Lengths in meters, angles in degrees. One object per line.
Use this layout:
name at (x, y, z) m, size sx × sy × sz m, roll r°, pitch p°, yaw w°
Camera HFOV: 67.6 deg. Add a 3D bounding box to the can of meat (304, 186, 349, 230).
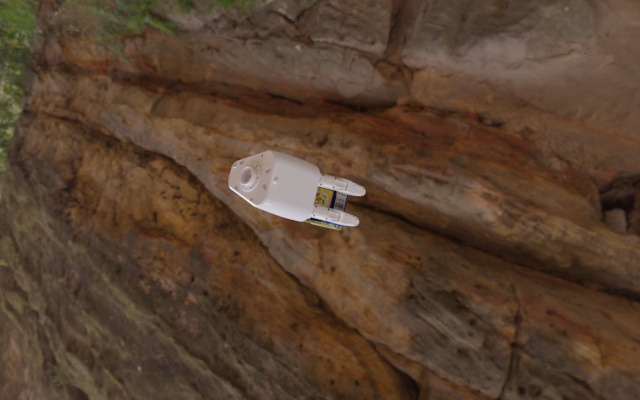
can of meat at (0.000, 0.003, 0.871) m, size 0.102 × 0.084 × 0.057 m, roll 10°, pitch -6°, yaw 38°
